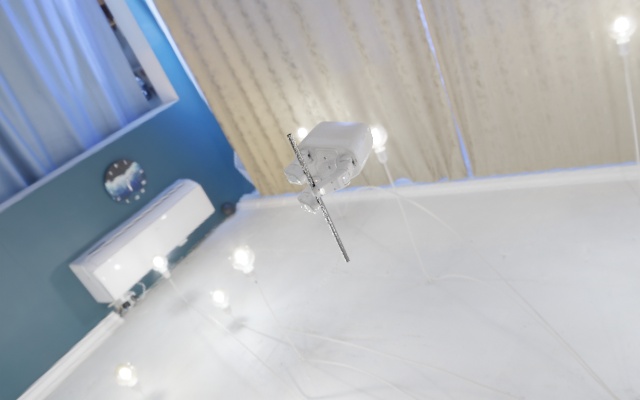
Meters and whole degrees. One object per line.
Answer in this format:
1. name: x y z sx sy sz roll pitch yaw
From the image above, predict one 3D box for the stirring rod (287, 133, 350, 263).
1. stirring rod: 0.000 0.002 0.750 0.011 0.240 0.011 -20 25 10
